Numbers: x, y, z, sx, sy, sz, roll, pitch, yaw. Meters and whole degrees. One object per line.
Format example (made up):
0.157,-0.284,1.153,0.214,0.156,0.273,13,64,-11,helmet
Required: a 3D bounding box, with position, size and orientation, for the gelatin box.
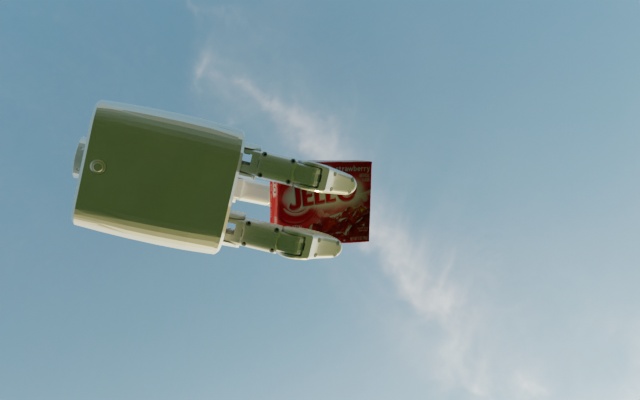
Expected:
0.000,0.001,0.420,0.089,0.073,0.030,-2,8,-22,gelatin box
